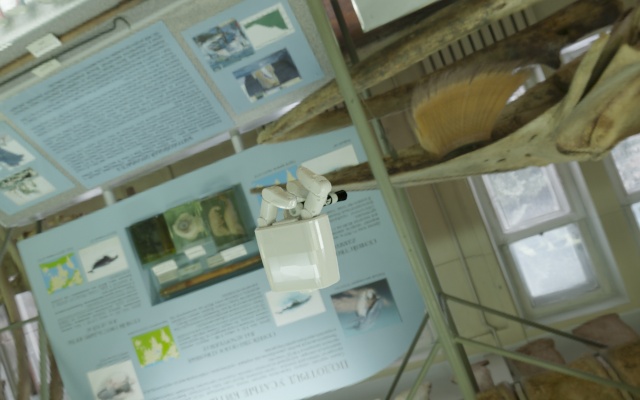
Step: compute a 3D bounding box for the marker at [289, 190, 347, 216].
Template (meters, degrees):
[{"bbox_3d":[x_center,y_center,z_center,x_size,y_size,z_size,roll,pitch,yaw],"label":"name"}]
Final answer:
[{"bbox_3d":[0.000,0.002,0.750,0.020,0.020,0.121,0,12,44],"label":"marker"}]
